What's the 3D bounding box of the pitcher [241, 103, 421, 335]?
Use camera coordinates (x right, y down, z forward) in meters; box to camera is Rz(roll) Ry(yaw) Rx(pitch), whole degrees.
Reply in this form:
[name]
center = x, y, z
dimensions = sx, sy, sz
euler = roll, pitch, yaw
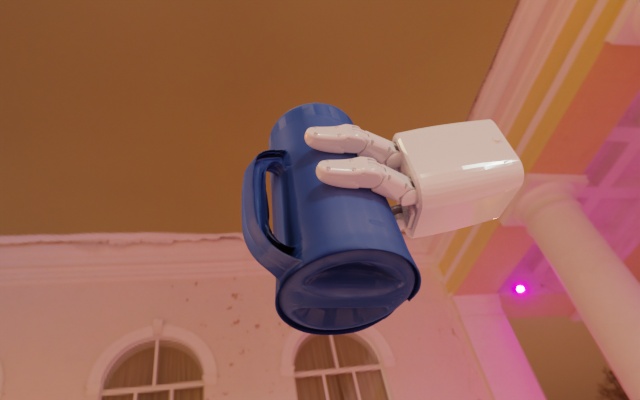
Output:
[pitcher]
center = 0.000, 0.002, 0.499
dimensions = 0.145, 0.242, 0.149
euler = -11, -44, -2
